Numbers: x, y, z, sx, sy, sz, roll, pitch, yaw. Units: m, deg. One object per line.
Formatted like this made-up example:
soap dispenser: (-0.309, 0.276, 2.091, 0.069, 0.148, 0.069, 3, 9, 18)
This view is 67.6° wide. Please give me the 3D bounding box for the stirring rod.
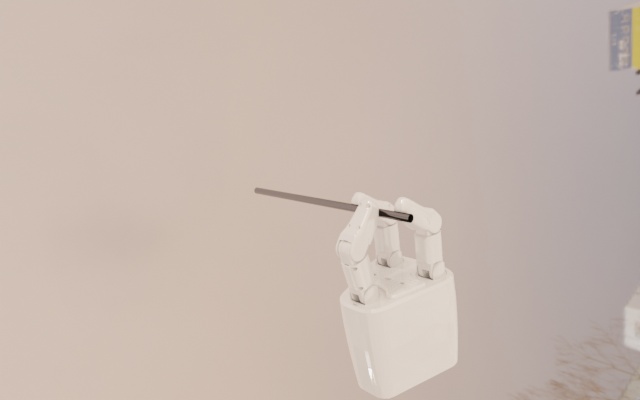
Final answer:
stirring rod: (0.000, 0.002, 0.512, 0.011, 0.011, 0.239, 0, 7, -42)
